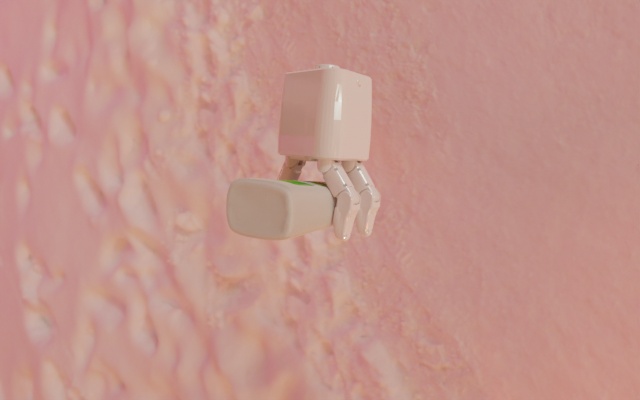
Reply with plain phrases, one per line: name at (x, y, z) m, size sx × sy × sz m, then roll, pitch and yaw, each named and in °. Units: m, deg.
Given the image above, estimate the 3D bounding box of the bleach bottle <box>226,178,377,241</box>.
bleach bottle at (0.000, 0.002, 0.630) m, size 0.102 × 0.068 × 0.251 m, roll 7°, pitch 8°, yaw 33°
